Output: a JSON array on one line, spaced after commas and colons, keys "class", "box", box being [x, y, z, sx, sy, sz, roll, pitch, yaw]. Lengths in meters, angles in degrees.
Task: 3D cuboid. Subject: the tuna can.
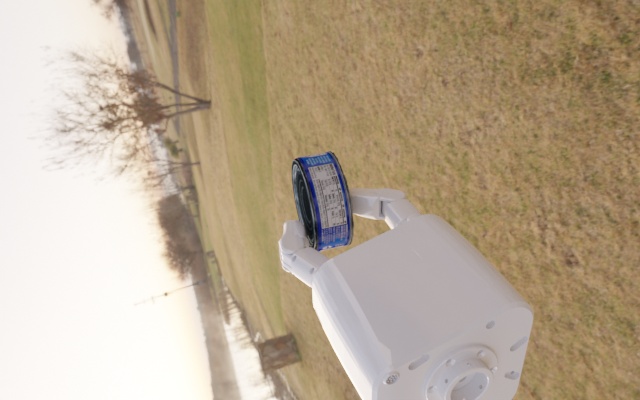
[{"class": "tuna can", "box": [-0.001, 0.001, 0.421, 0.034, 0.086, 0.086, -11, 2, -11]}]
